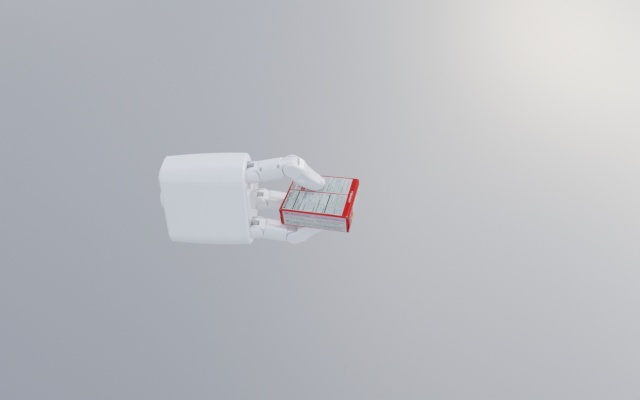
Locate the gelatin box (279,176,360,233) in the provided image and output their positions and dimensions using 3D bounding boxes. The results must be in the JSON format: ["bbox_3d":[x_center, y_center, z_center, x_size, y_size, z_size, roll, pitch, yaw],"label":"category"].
[{"bbox_3d":[0.000,0.002,0.607,0.089,0.030,0.073,5,43,14],"label":"gelatin box"}]
